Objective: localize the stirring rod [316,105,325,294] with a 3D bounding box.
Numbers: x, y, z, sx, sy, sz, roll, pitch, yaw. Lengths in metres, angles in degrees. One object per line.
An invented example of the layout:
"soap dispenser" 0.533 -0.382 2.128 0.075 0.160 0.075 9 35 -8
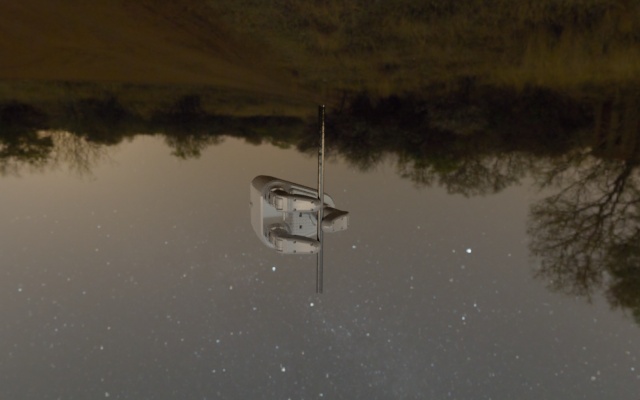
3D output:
"stirring rod" 0.000 0.002 0.604 0.011 0.239 0.011 1 10 0
